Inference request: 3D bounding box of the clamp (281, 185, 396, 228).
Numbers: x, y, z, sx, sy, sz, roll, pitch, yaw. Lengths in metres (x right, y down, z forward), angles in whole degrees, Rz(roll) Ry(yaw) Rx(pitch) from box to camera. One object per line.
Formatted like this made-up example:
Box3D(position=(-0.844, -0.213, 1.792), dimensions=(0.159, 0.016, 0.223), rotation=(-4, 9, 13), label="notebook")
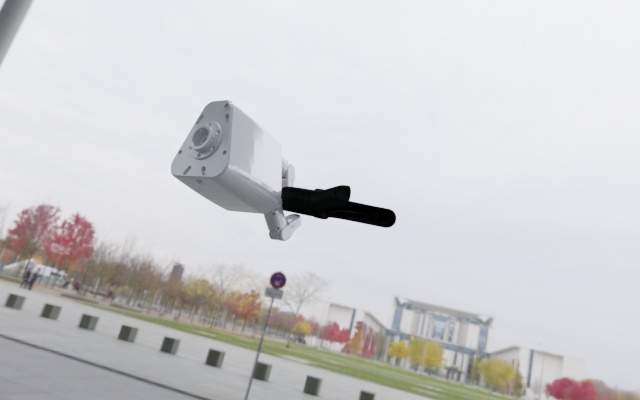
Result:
Box3D(position=(0.000, 0.001, 0.614), dimensions=(0.171, 0.039, 0.120), rotation=(4, -20, 30), label="clamp")
